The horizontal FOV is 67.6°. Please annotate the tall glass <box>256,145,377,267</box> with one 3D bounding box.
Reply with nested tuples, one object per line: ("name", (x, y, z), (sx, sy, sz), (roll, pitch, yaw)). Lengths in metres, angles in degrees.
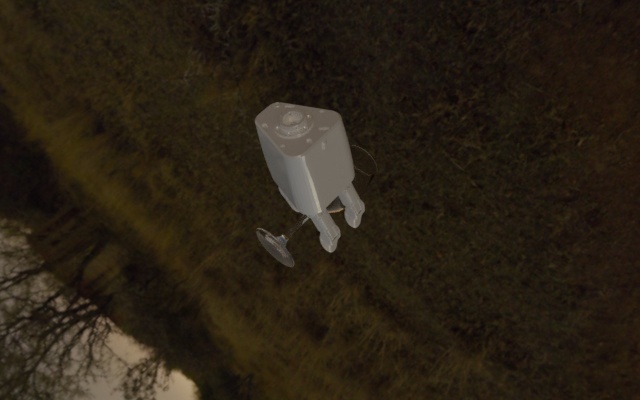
("tall glass", (0.000, 0.003, 0.710), (0.201, 0.079, 0.079), (-45, 21, -23))
